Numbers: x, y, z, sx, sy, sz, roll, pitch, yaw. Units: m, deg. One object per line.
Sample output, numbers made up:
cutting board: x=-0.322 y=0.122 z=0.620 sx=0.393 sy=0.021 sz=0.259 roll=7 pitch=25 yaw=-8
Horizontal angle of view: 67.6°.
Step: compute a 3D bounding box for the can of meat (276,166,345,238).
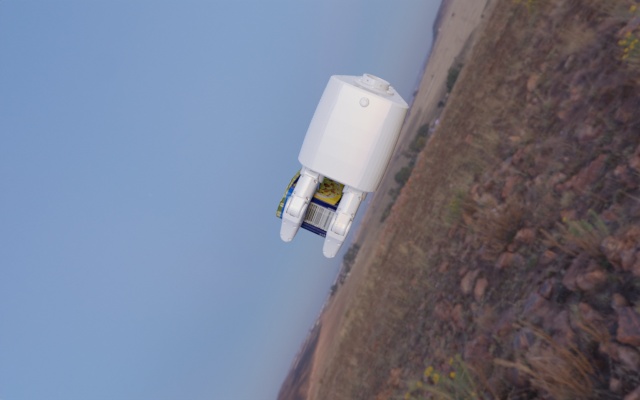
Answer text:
can of meat: x=0.000 y=0.002 z=0.611 sx=0.084 sy=0.057 sz=0.102 roll=24 pitch=26 yaw=5
